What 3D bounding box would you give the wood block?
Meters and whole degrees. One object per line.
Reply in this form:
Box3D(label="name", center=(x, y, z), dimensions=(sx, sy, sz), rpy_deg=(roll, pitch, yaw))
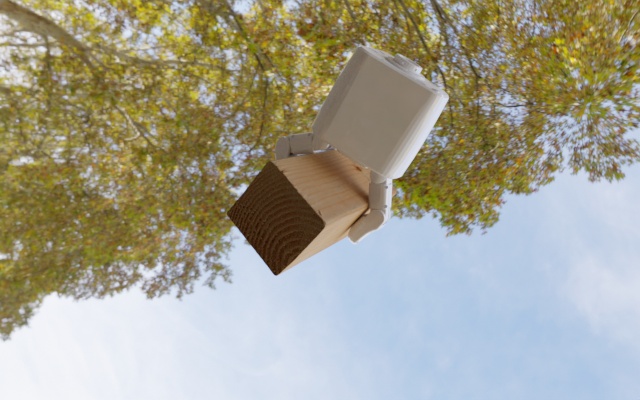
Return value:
Box3D(label="wood block", center=(0.001, 0.002, 0.574), dimensions=(0.090, 0.091, 0.206), rpy_deg=(-47, -13, 28))
